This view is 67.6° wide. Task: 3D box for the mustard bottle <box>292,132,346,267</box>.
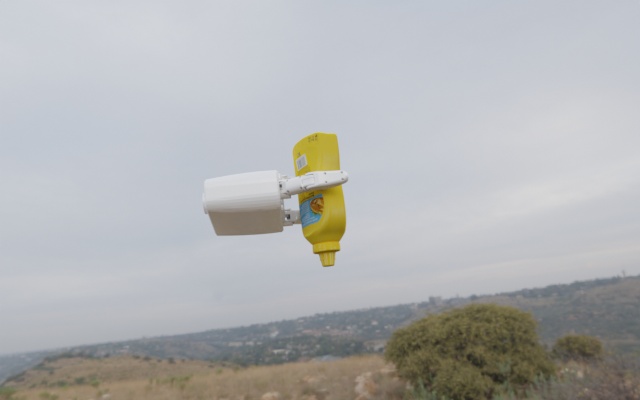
[{"bbox_3d":[0.000,0.002,0.710,0.058,0.191,0.096,1,-15,-29],"label":"mustard bottle"}]
